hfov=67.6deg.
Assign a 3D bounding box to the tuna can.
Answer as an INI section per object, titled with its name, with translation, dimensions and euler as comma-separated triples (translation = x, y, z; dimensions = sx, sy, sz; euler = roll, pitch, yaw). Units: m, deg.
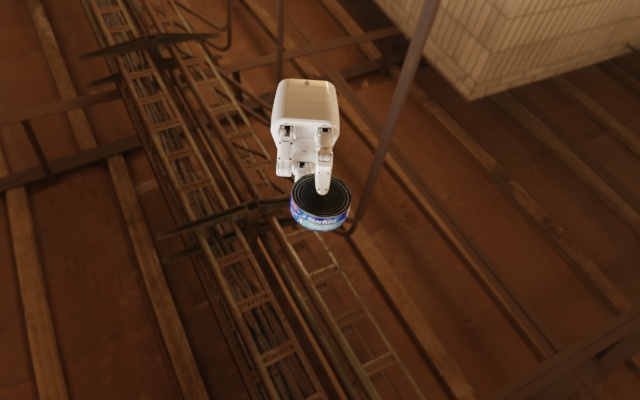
[tuna can]
translation = 0.000, 0.003, 0.674
dimensions = 0.086, 0.086, 0.034
euler = 0, -43, -10
